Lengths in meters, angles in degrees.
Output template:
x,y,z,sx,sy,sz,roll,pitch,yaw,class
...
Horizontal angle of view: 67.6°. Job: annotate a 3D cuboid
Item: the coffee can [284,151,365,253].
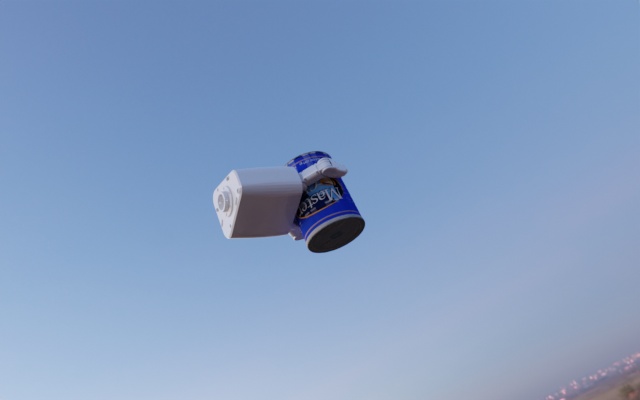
x,y,z,sx,sy,sz,roll,pitch,yaw,class
0.000,0.003,0.805,0.103,0.140,0.103,-19,-30,-11,coffee can
